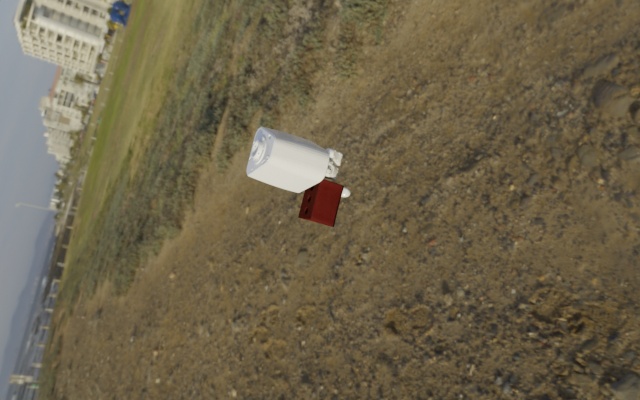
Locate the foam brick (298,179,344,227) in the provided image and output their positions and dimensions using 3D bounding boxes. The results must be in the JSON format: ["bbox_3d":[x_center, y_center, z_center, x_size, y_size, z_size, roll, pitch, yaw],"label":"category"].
[{"bbox_3d":[0.000,0.003,0.864,0.051,0.078,0.053,16,-5,-29],"label":"foam brick"}]
